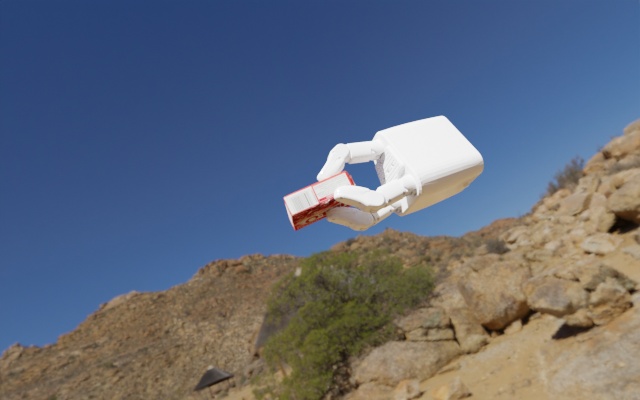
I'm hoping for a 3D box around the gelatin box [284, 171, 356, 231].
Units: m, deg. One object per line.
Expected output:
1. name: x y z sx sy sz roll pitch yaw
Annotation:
1. gelatin box: 0.000 0.002 0.621 0.089 0.030 0.073 -23 -17 -7
